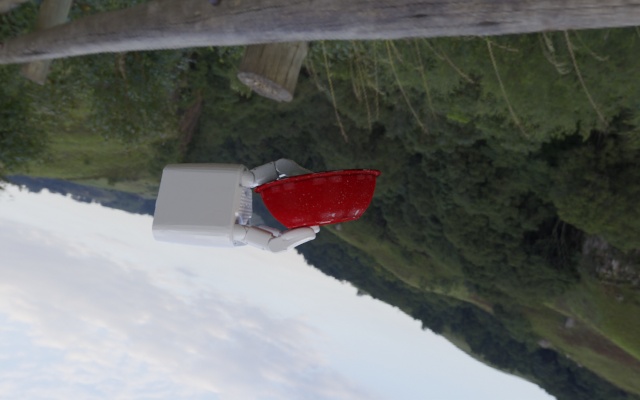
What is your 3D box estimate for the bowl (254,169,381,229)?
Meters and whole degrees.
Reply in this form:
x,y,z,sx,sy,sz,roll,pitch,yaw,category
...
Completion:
x,y,z,sx,sy,sz,roll,pitch,yaw,category
0.001,0.002,0.600,0.162,0.055,0.162,-8,-5,-1,bowl
